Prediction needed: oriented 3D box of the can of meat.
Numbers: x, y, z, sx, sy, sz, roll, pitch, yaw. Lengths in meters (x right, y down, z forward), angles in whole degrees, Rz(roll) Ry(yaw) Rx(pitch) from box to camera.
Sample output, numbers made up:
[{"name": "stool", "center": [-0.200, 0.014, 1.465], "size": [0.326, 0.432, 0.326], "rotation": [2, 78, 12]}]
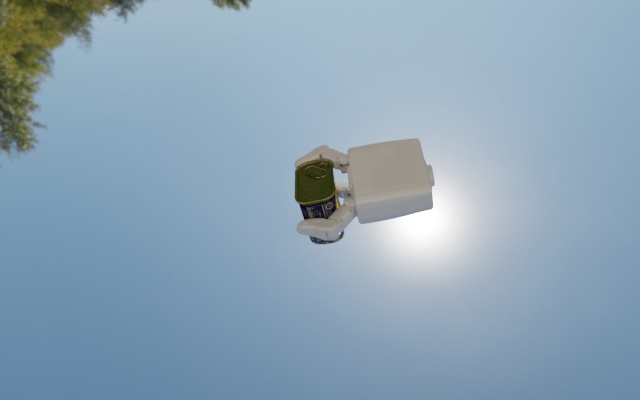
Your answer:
[{"name": "can of meat", "center": [0.000, 0.003, 0.700], "size": [0.057, 0.084, 0.102], "rotation": [-12, 37, 6]}]
